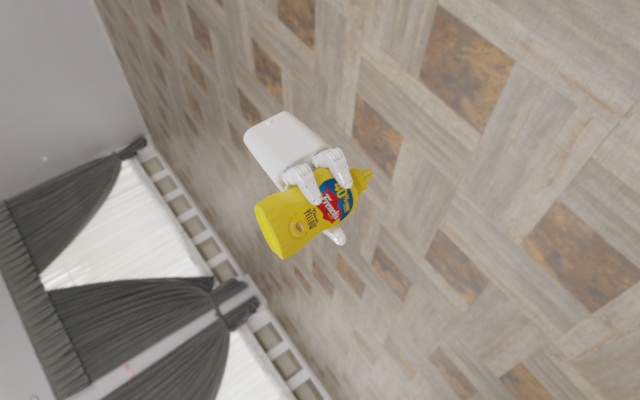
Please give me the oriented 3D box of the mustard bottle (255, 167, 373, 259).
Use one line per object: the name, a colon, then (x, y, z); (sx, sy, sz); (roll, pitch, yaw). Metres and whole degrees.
mustard bottle: (0.000, 0.003, 0.724); (0.191, 0.096, 0.058); (-31, 33, -19)
